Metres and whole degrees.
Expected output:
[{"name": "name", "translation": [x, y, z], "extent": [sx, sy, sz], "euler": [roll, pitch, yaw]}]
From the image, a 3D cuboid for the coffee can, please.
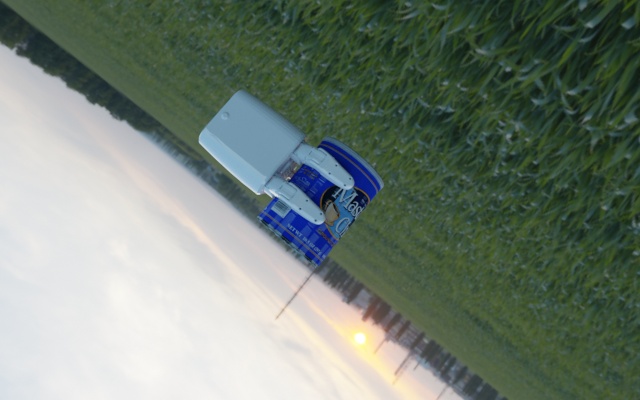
[{"name": "coffee can", "translation": [0.000, 0.002, 0.627], "extent": [0.103, 0.140, 0.103], "euler": [39, -7, 6]}]
